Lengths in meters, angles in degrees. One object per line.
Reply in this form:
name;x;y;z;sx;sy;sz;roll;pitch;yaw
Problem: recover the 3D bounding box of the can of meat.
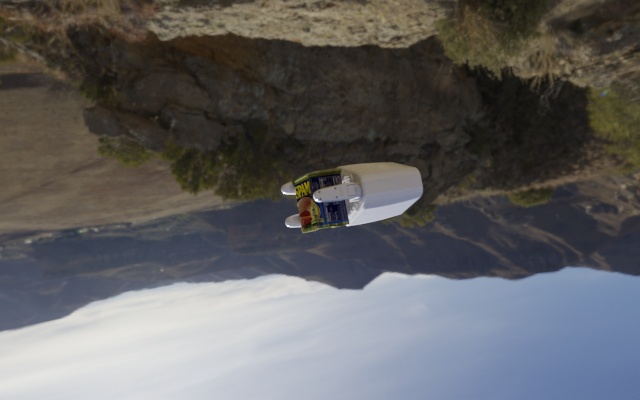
can of meat;0.000;0.003;0.729;0.057;0.084;0.102;-9;-4;-22
